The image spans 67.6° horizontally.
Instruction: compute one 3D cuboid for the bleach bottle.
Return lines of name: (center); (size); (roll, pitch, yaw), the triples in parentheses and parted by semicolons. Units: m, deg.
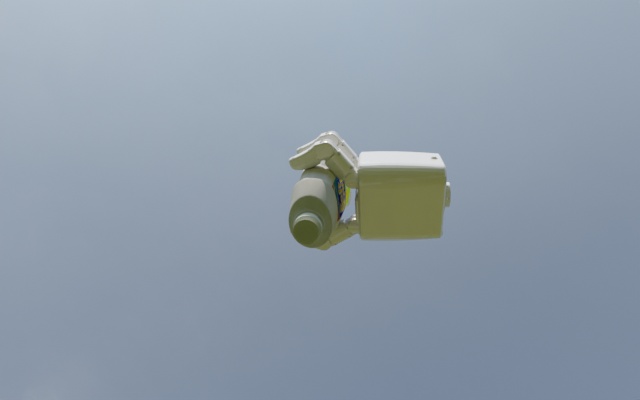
bleach bottle: (0.000, 0.002, 0.618); (0.068, 0.102, 0.250); (0, 18, 7)
